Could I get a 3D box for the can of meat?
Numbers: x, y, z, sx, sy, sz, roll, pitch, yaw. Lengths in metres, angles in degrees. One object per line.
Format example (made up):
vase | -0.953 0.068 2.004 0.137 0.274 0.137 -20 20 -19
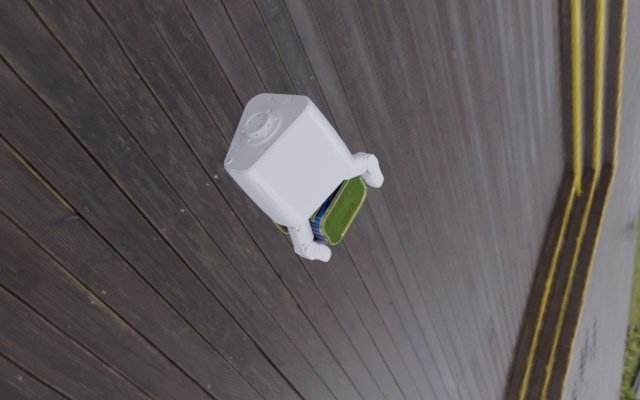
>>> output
can of meat | 0.000 0.002 0.617 0.084 0.102 0.057 13 -28 38
